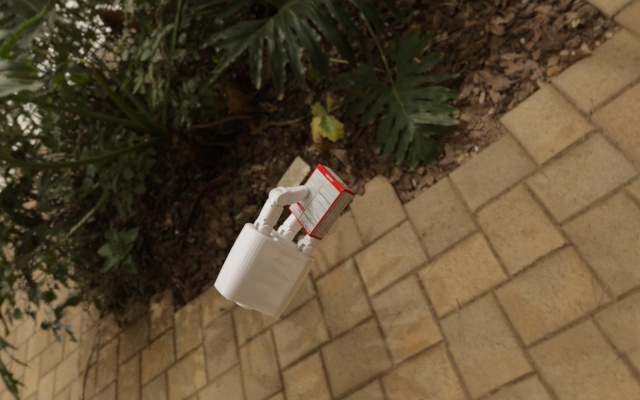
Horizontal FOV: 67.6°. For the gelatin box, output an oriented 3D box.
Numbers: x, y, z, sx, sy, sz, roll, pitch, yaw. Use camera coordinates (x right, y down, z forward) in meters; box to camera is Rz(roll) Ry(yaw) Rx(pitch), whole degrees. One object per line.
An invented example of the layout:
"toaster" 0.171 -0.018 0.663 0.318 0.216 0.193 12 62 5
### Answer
"gelatin box" 0.000 0.002 0.711 0.030 0.089 0.073 21 20 -43
